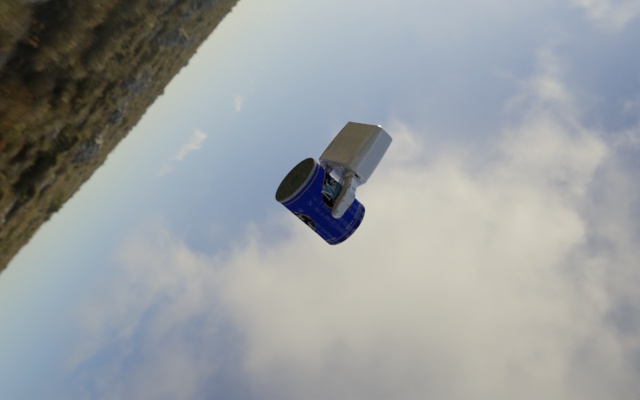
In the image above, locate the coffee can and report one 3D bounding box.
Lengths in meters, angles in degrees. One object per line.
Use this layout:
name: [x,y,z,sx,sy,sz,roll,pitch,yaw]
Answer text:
coffee can: [0.000,0.003,0.898,0.140,0.102,0.103,42,-19,-22]
